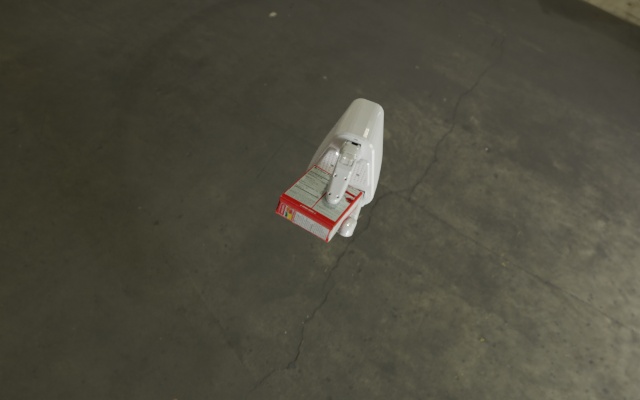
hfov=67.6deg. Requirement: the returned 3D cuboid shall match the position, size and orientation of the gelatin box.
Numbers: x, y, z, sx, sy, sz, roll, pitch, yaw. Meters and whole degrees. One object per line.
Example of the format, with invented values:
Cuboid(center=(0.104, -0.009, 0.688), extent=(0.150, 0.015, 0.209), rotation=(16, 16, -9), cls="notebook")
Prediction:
Cuboid(center=(0.000, 0.002, 0.577), extent=(0.073, 0.030, 0.089), rotation=(30, 39, 12), cls="gelatin box")
